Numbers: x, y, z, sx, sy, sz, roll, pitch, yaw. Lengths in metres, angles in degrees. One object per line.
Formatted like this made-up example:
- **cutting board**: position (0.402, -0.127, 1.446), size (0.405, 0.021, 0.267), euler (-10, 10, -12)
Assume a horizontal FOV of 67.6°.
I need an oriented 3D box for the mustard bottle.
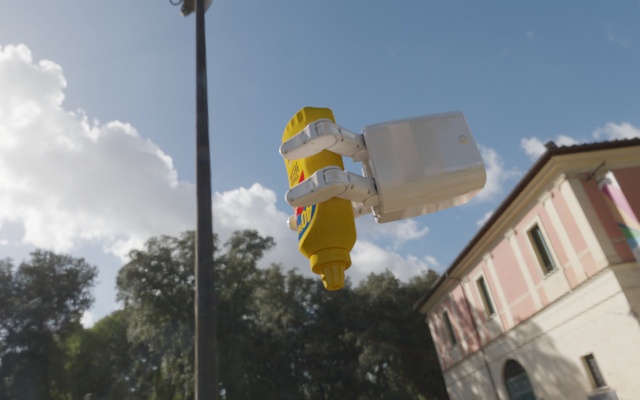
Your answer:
- **mustard bottle**: position (0.000, 0.001, 0.506), size (0.058, 0.191, 0.096), euler (1, -31, -20)
